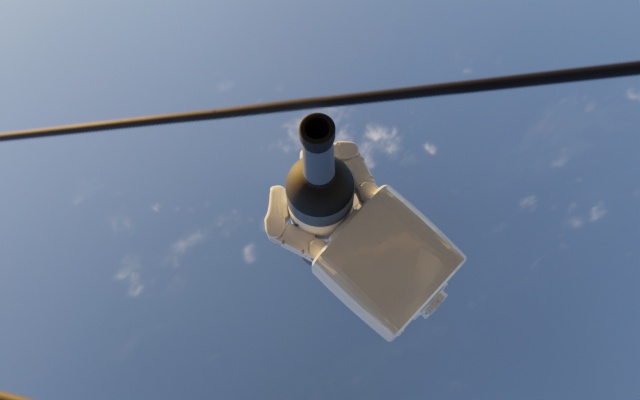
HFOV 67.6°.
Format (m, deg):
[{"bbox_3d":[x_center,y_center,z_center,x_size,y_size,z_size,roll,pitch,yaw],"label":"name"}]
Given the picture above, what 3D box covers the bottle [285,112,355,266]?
[{"bbox_3d":[0.000,0.002,0.488,0.069,0.069,0.296,0,-22,1],"label":"bottle"}]
